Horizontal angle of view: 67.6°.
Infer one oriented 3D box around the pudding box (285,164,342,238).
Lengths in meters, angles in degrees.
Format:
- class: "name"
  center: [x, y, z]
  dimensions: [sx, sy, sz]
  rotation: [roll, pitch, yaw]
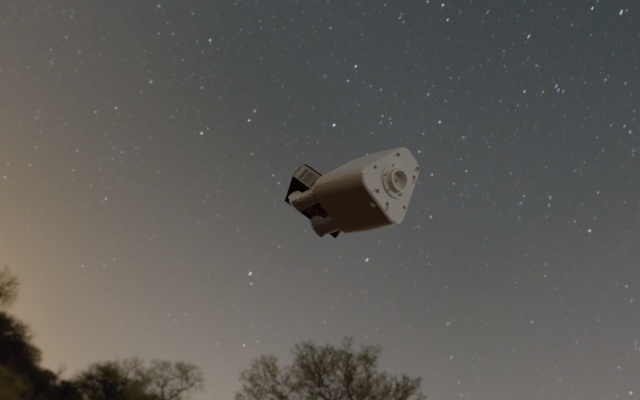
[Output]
- class: "pudding box"
  center: [0.000, 0.002, 0.786]
  dimensions: [0.113, 0.039, 0.090]
  rotation: [38, -29, 7]
